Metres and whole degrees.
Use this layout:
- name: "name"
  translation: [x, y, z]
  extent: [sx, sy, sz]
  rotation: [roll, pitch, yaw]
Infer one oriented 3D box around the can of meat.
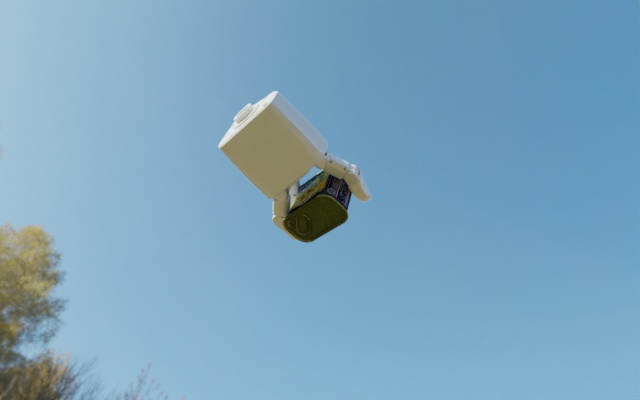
- name: "can of meat"
  translation: [0.000, 0.002, 0.711]
  extent: [0.057, 0.084, 0.102]
  rotation: [42, -52, -20]
